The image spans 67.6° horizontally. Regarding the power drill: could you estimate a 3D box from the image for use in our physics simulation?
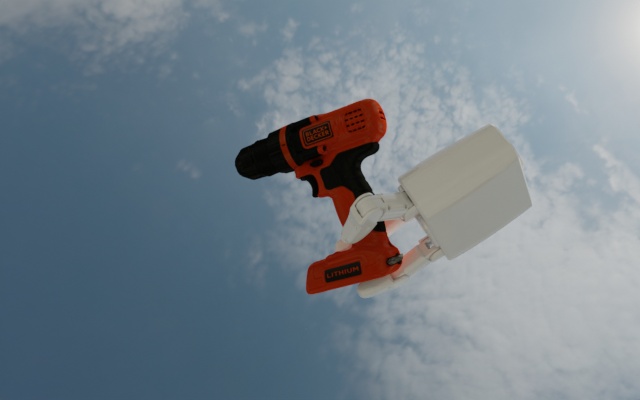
[{"bbox_3d":[0.000,0.002,0.519,0.184,0.187,0.057,-17,-5,25],"label":"power drill"}]
